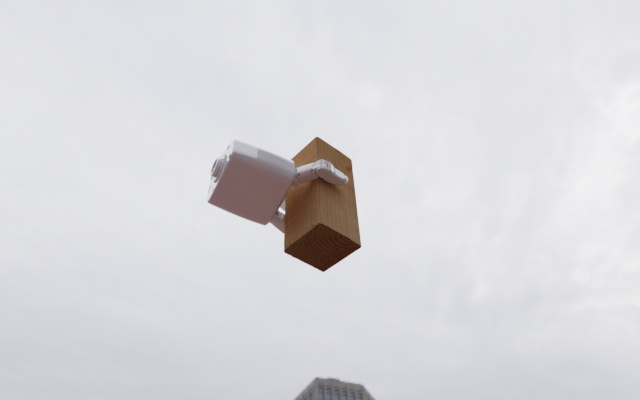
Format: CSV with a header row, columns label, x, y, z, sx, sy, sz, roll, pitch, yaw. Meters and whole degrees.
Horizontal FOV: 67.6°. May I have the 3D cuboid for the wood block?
label,x,y,z,sx,sy,sz,roll,pitch,yaw
wood block,0.000,0.002,0.810,0.090,0.206,0.091,31,-53,-30
